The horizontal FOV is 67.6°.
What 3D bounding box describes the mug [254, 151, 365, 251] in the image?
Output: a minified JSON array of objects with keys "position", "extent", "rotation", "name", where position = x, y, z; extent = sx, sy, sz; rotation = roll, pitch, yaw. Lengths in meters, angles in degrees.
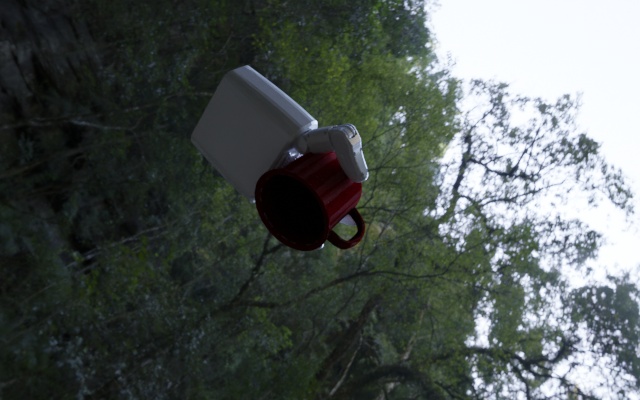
[{"position":[0.001,0.002,0.506],"extent":[0.081,0.117,0.093],"rotation":[-39,-13,-45],"name":"mug"}]
